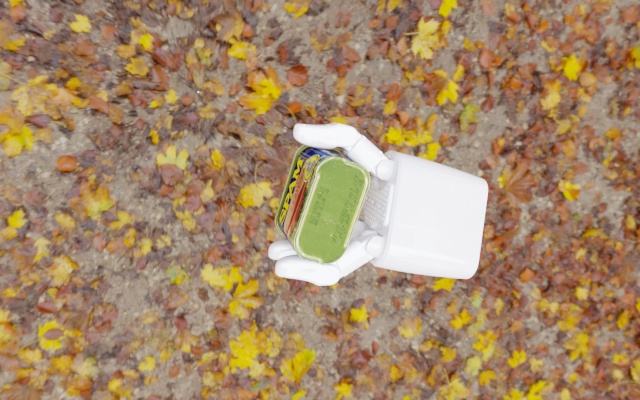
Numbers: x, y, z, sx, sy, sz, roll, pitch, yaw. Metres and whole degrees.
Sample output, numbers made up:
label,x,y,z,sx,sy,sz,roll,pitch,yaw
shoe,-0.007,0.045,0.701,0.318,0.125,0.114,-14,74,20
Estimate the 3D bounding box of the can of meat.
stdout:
label,x,y,z,sx,sy,sz,roll,pitch,yaw
can of meat,0.000,0.001,0.454,0.057,0.102,0.084,16,8,-18
